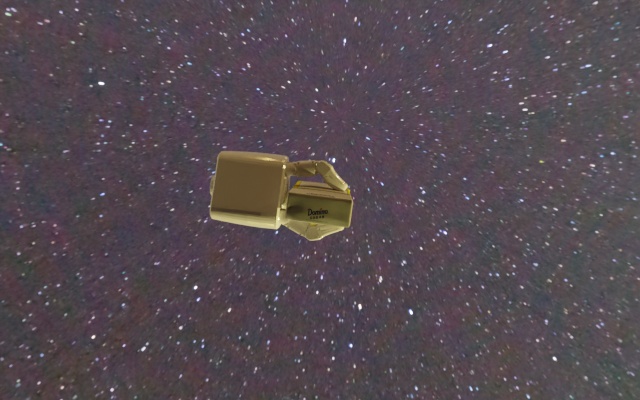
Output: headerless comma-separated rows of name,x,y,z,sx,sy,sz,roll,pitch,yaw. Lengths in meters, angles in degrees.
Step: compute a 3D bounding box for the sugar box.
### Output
sugar box,0.000,0.003,0.744,0.093,0.048,0.176,7,10,1
